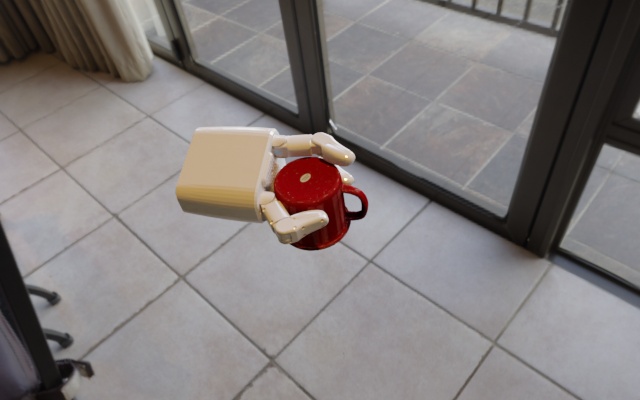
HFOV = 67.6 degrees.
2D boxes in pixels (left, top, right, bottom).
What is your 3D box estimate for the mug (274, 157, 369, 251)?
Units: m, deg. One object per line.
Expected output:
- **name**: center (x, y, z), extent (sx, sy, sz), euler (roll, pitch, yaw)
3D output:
- **mug**: center (0.001, 0.002, 0.585), extent (0.117, 0.093, 0.082), euler (4, -41, 13)
